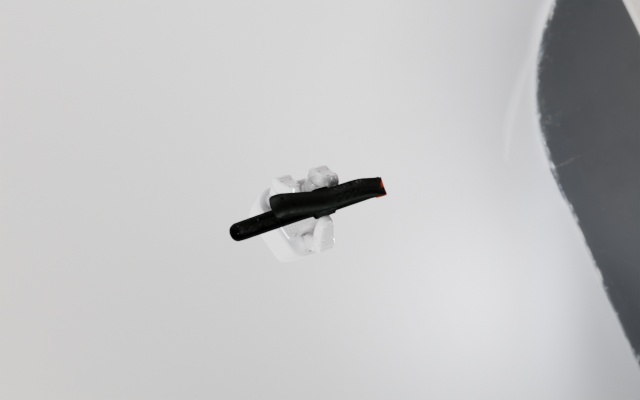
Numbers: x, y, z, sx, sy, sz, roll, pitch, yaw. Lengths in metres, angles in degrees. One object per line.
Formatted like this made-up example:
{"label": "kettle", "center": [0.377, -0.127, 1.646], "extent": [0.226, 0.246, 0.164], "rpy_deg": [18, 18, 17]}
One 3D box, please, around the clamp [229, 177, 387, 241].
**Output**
{"label": "clamp", "center": [0.001, 0.003, 0.594], "extent": [0.210, 0.036, 0.164], "rpy_deg": [-16, -6, -23]}
